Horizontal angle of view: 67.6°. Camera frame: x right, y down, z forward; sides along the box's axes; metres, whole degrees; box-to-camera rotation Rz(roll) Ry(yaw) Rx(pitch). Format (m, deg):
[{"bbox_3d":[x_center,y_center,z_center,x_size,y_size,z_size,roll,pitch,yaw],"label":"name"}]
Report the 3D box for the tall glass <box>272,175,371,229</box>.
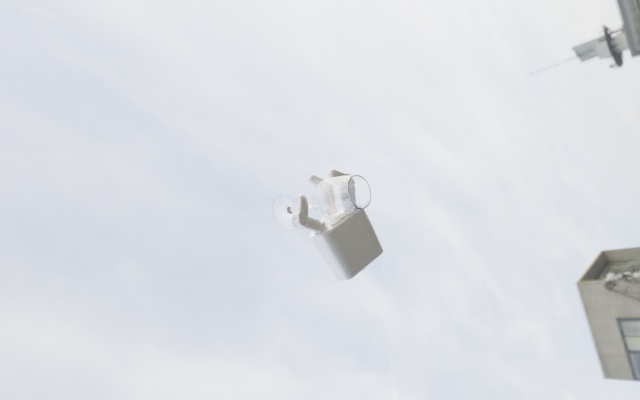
[{"bbox_3d":[0.000,0.003,0.898,0.079,0.079,0.201,0,-11,-44],"label":"tall glass"}]
